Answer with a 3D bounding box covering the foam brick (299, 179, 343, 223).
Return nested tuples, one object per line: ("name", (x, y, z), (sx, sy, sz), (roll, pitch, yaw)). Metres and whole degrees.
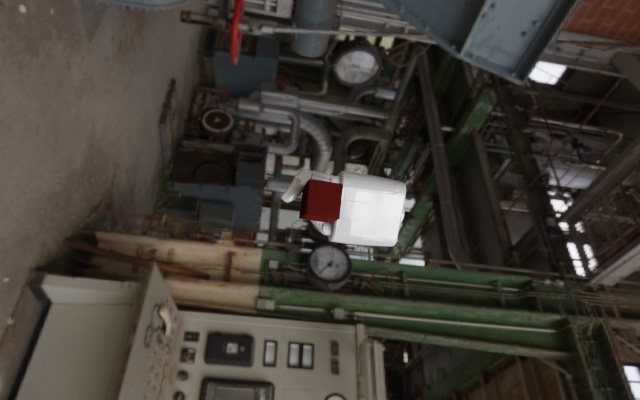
("foam brick", (0.000, 0.002, 0.713), (0.051, 0.053, 0.078), (9, -8, -8))
